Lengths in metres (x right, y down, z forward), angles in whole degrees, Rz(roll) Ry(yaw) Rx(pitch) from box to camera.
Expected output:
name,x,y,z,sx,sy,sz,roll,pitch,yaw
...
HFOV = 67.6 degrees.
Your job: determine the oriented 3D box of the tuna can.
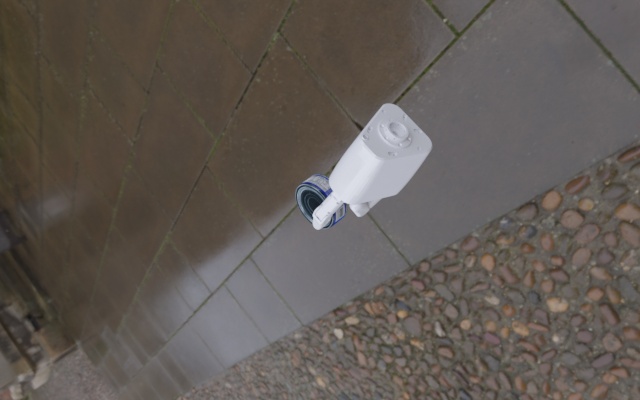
name,x,y,z,sx,sy,sz,roll,pitch,yaw
tuna can,0.000,0.003,0.767,0.033,0.086,0.086,-36,22,-34
